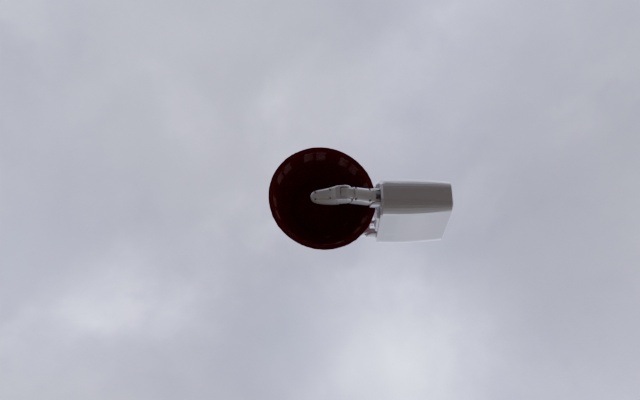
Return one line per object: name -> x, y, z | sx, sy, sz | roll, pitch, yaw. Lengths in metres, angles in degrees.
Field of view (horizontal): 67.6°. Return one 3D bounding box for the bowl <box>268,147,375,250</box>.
bowl -> -0.001, 0.002, 0.732 | 0.162, 0.162, 0.055 | 0, -19, -8
